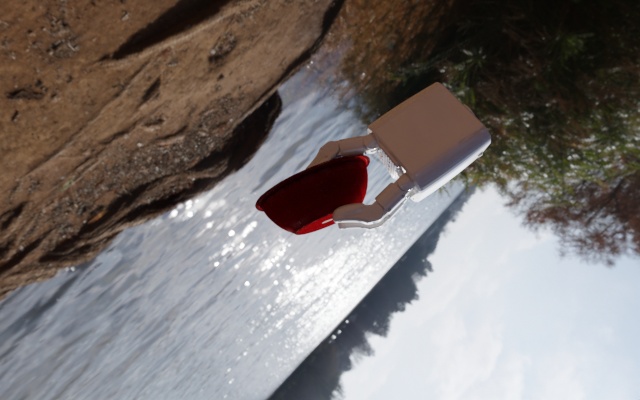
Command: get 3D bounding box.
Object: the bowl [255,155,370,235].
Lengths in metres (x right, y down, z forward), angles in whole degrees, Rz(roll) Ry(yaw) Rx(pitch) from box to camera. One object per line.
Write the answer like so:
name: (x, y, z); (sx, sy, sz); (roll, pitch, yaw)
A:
bowl: (-0.001, 0.003, 0.618); (0.162, 0.055, 0.162); (-22, -11, -5)
